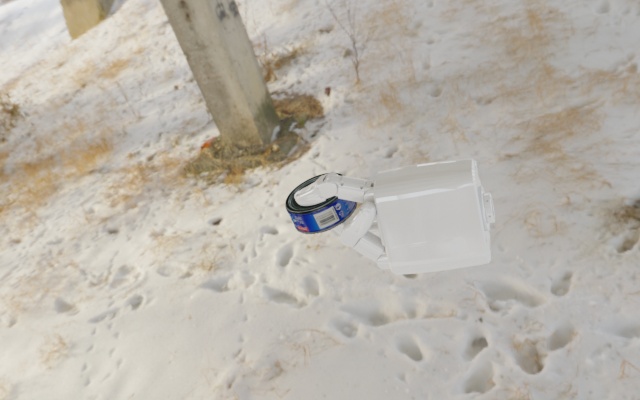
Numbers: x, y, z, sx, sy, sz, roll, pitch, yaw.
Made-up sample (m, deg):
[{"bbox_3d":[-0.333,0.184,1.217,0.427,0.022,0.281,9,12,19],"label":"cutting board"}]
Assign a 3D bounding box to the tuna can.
[{"bbox_3d":[0.000,0.001,0.592,0.086,0.034,0.086,-20,29,11],"label":"tuna can"}]
